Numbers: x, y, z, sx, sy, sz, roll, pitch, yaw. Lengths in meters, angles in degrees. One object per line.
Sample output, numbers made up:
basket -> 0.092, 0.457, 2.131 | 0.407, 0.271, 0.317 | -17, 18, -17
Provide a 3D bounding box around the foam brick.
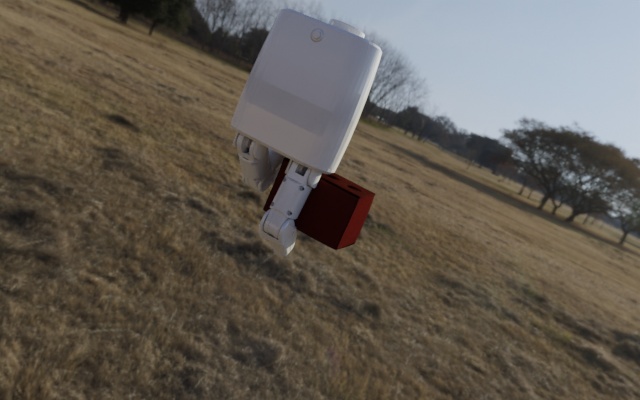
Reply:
foam brick -> 0.000, 0.002, 0.421 | 0.078, 0.051, 0.053 | 28, 12, 17
